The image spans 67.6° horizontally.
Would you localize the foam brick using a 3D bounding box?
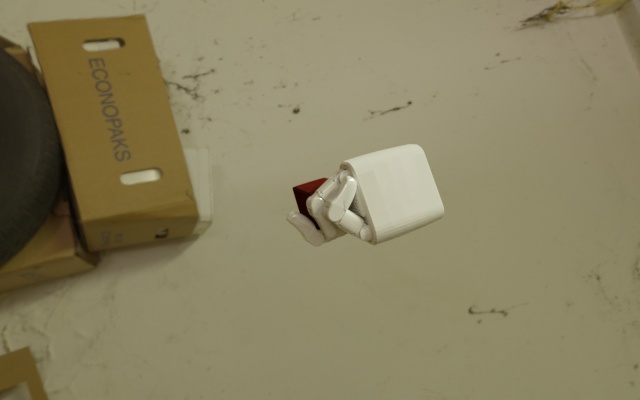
[{"bbox_3d":[0.000,0.002,0.670,0.051,0.053,0.078,-19,13,-15],"label":"foam brick"}]
